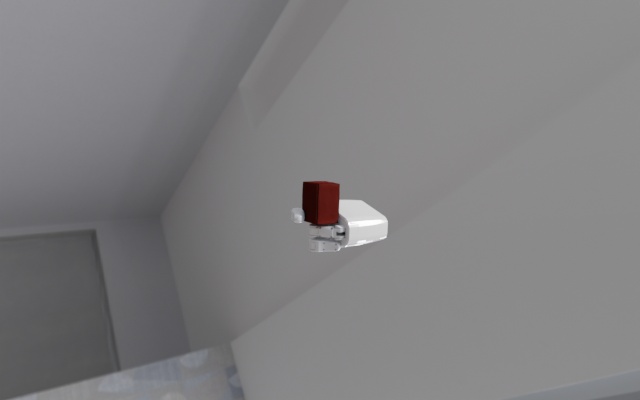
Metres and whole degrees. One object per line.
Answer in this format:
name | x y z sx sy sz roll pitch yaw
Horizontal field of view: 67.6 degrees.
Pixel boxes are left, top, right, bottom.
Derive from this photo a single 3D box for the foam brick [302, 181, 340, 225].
foam brick | 0.000 0.003 0.899 0.051 0.078 0.053 -4 10 -34
